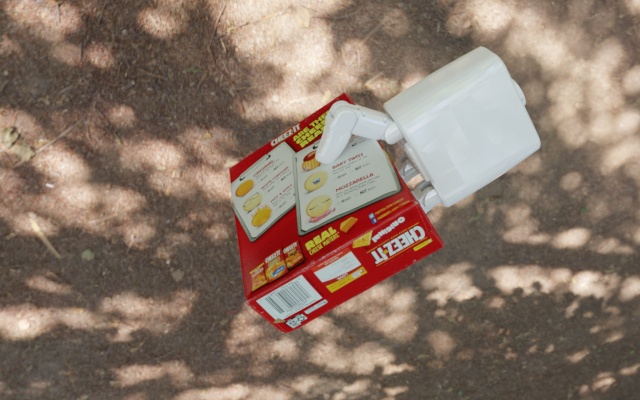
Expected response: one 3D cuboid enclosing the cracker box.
[{"bbox_3d":[0.000,0.002,0.477,0.164,0.072,0.213,-32,37,8],"label":"cracker box"}]
